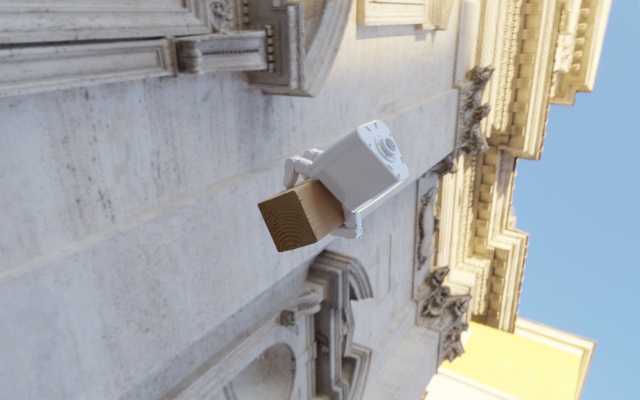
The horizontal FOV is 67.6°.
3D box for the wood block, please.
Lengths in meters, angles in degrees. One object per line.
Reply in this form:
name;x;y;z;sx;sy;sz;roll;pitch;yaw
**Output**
wood block;0.001;0.003;0.830;0.090;0.091;0.206;-19;7;38
